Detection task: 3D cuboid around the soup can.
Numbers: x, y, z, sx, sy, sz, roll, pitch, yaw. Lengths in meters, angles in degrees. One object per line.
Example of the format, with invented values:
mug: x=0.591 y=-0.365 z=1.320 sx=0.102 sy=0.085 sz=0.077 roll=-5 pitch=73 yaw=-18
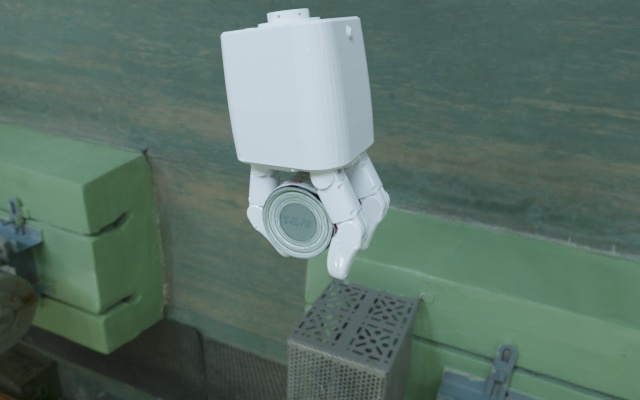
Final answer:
soup can: x=0.000 y=0.002 z=0.437 sx=0.068 sy=0.068 sz=0.102 roll=0 pitch=21 yaw=25
